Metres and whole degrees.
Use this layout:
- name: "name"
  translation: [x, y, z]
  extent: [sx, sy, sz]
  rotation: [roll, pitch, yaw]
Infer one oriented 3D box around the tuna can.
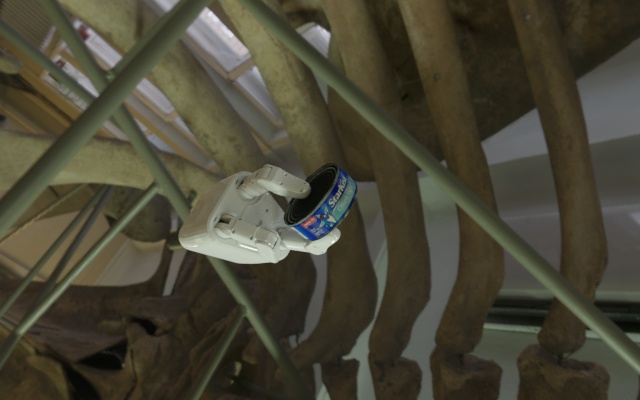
- name: "tuna can"
  translation: [0.001, 0.002, 0.525]
  extent: [0.034, 0.086, 0.086]
  rotation: [40, -16, -20]
